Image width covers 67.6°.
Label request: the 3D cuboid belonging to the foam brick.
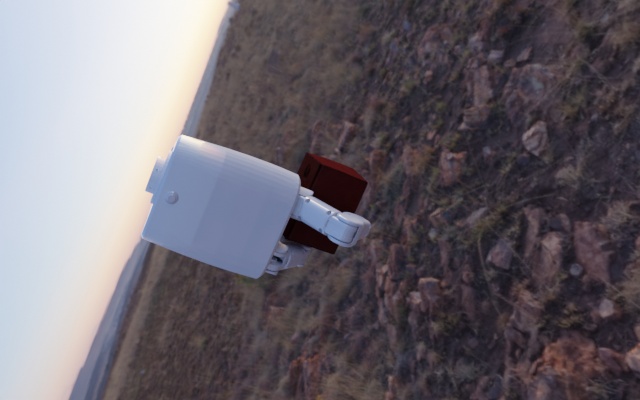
[{"bbox_3d":[0.000,0.001,0.451,0.051,0.078,0.053,21,11,-20],"label":"foam brick"}]
